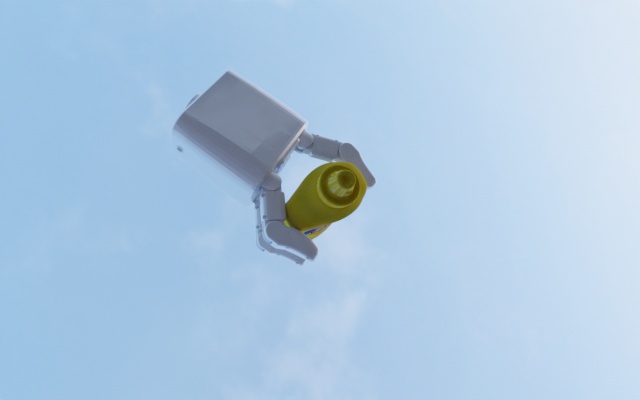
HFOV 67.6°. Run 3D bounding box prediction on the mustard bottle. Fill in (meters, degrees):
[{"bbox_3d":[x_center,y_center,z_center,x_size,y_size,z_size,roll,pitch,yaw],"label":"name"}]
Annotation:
[{"bbox_3d":[0.000,0.002,0.519,0.096,0.058,0.192,-31,-4,-19],"label":"mustard bottle"}]
